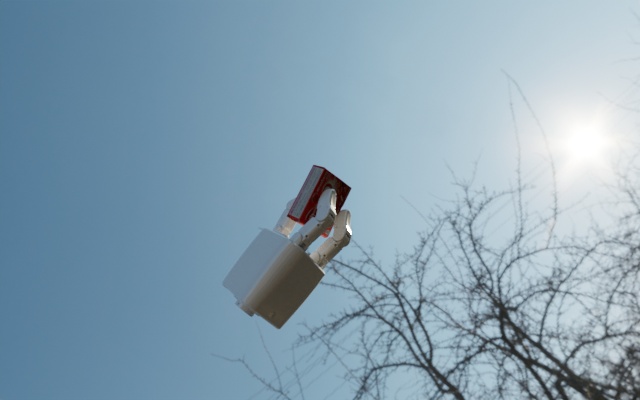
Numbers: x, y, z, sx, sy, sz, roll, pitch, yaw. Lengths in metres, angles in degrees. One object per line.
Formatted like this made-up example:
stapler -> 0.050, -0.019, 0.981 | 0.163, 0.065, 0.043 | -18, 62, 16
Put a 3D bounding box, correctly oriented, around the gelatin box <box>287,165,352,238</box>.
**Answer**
gelatin box -> 0.000, 0.002, 0.714 | 0.030, 0.089, 0.073 | 20, -9, 43
